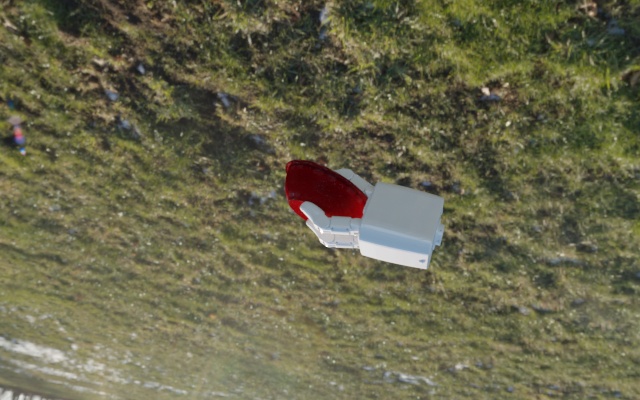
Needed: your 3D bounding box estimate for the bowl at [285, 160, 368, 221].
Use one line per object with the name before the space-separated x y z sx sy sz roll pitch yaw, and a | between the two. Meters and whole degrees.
bowl | -0.001 0.003 0.785 0.162 0.055 0.162 27 -19 10
